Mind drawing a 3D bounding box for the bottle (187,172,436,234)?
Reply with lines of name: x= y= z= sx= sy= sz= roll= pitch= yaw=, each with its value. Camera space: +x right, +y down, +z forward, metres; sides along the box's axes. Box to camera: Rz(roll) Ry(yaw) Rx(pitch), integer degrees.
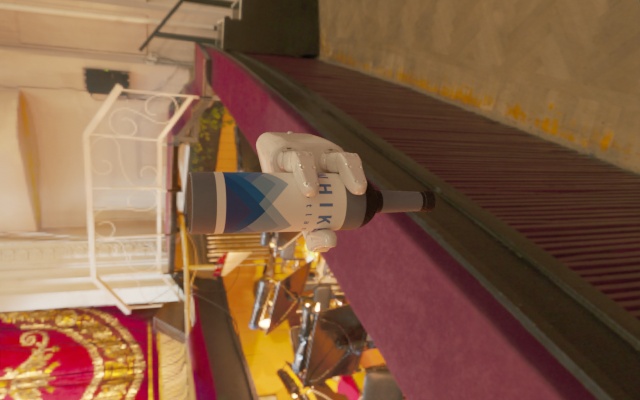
bottle: x=0.000 y=0.002 z=0.554 sx=0.296 sy=0.069 sz=0.069 roll=0 pitch=0 yaw=-20
